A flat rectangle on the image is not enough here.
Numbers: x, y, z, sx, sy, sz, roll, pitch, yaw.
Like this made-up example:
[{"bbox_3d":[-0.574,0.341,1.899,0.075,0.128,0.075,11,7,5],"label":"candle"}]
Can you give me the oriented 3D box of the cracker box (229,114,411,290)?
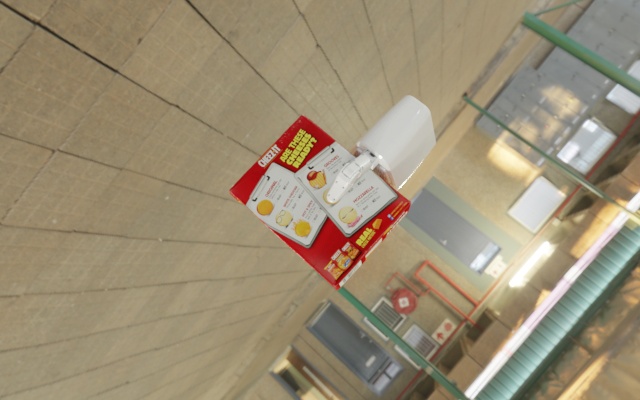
[{"bbox_3d":[0.000,0.002,0.713,0.213,0.164,0.072,41,-9,15],"label":"cracker box"}]
